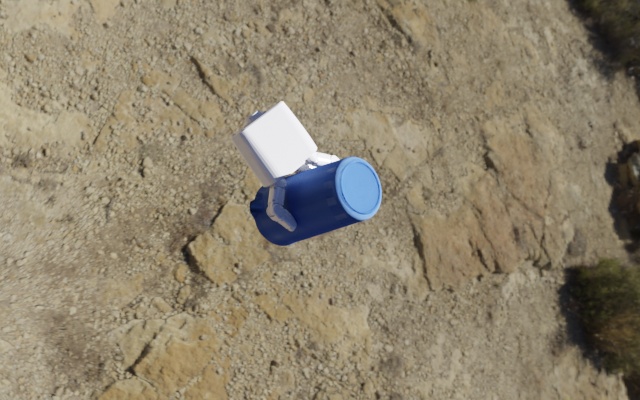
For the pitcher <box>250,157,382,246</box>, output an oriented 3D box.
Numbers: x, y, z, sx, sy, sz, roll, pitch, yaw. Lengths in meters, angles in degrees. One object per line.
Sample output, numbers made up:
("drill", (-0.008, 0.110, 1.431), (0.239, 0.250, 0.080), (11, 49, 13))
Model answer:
("pitcher", (0.000, 0.003, 0.874), (0.243, 0.145, 0.149), (-17, 23, 49))
